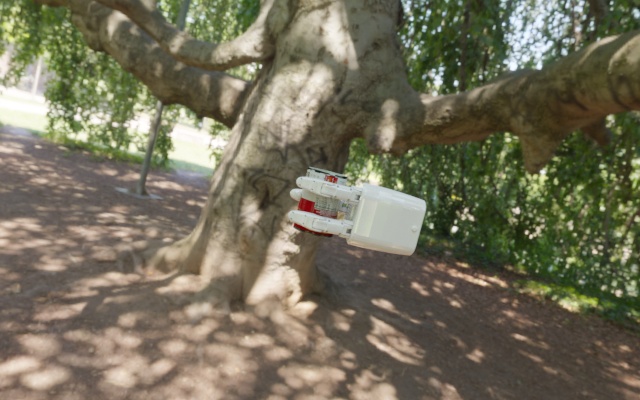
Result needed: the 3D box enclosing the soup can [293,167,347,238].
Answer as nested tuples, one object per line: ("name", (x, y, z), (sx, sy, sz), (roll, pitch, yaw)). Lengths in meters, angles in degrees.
("soup can", (0.000, 0.002, 0.776), (0.068, 0.102, 0.068), (14, 6, -1))
